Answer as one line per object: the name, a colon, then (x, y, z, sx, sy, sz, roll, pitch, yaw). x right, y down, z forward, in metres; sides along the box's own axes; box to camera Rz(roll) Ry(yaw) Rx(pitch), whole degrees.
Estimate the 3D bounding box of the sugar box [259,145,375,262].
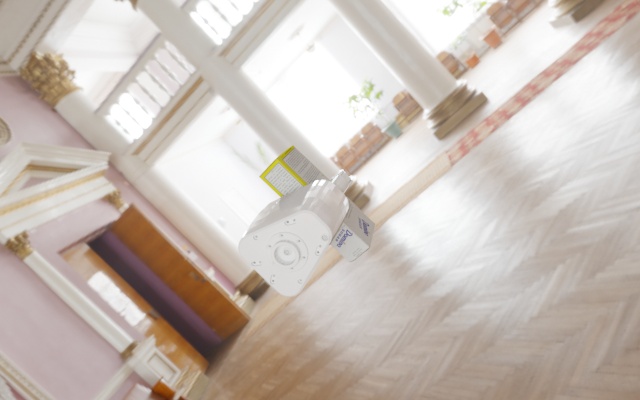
sugar box: (0.000, 0.003, 0.686, 0.048, 0.176, 0.093, -42, 6, 21)
